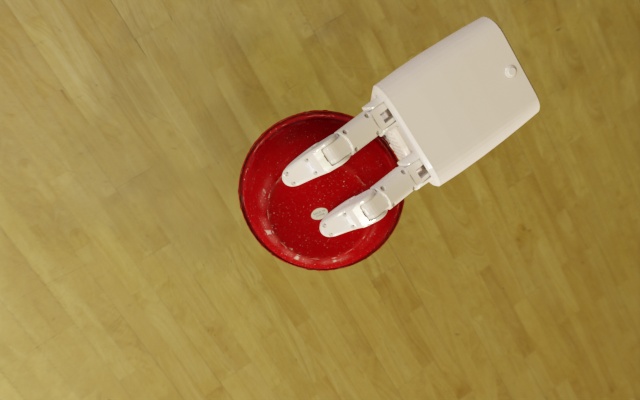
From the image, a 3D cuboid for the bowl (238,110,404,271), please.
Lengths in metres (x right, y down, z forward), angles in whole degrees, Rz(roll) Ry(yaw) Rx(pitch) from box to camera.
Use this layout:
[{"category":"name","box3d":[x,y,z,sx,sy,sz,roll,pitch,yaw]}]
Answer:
[{"category":"bowl","box3d":[-0.001,0.003,0.438,0.162,0.162,0.055,0,17,2]}]
